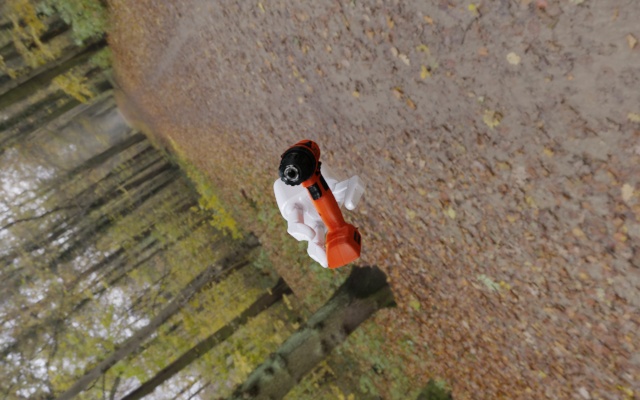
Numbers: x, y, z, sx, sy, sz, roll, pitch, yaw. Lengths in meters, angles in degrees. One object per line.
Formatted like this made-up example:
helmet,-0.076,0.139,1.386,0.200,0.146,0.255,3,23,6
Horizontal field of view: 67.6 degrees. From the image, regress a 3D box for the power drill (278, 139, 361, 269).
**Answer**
power drill,0.000,0.003,0.709,0.057,0.188,0.184,-22,12,12
